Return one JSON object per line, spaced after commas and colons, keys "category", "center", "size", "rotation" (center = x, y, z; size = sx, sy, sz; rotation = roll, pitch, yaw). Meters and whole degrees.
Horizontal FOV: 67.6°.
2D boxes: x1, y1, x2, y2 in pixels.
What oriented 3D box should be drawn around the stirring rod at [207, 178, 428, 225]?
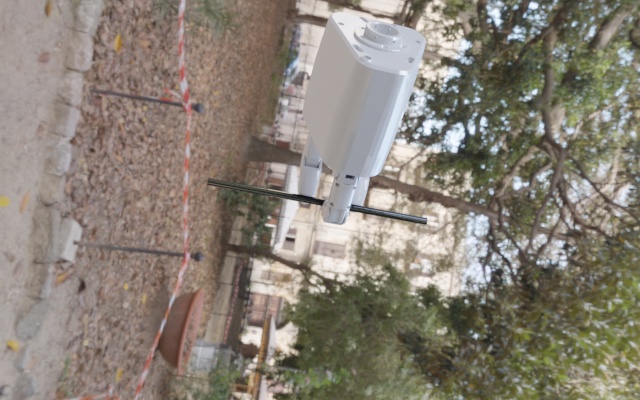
{"category": "stirring rod", "center": [0.000, 0.002, 0.513], "size": [0.239, 0.011, 0.011], "rotation": [10, -1, -8]}
